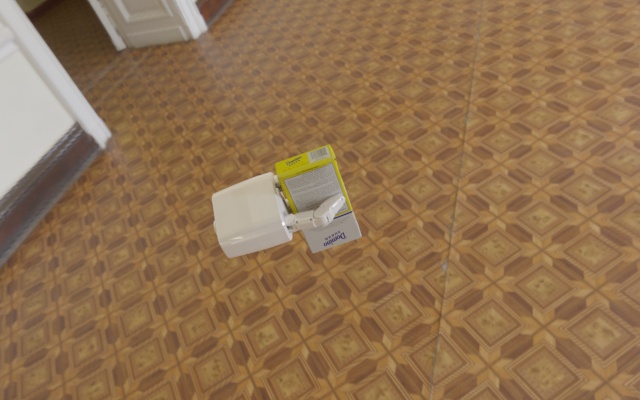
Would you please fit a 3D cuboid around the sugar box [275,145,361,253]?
[{"bbox_3d":[0.000,0.002,0.776,0.093,0.176,0.048,-18,42,3],"label":"sugar box"}]
